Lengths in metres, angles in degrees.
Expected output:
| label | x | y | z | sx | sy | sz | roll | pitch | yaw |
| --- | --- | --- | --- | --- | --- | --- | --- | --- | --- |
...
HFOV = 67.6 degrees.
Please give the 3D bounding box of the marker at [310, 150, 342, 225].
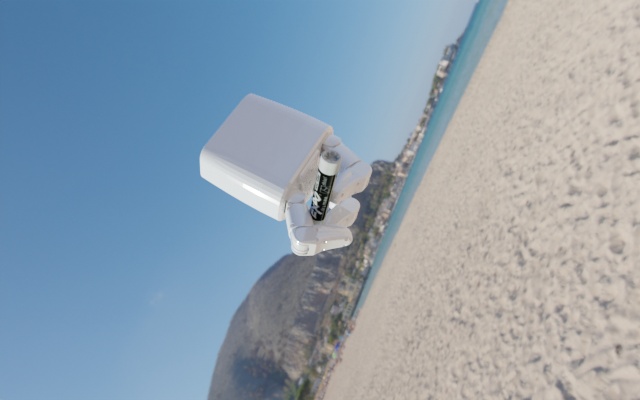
| label | x | y | z | sx | sy | sz | roll | pitch | yaw |
| --- | --- | --- | --- | --- | --- | --- | --- | --- | --- |
| marker | 0.000 | 0.002 | 0.468 | 0.020 | 0.020 | 0.121 | 0 | -43 | -13 |
